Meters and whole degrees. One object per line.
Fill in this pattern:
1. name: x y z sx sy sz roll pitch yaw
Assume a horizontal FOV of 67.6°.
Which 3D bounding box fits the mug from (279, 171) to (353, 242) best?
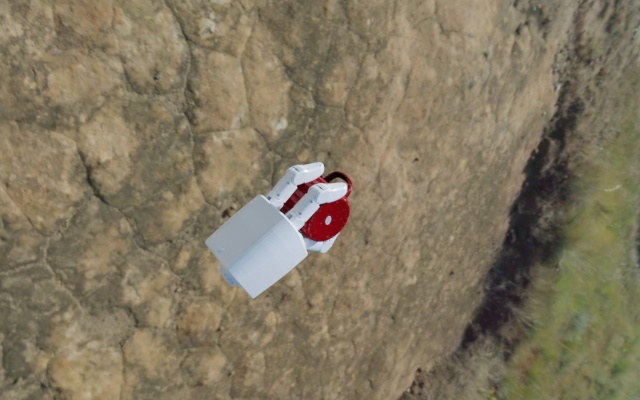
1. mug: 0.001 0.002 0.732 0.081 0.117 0.093 40 -15 40
